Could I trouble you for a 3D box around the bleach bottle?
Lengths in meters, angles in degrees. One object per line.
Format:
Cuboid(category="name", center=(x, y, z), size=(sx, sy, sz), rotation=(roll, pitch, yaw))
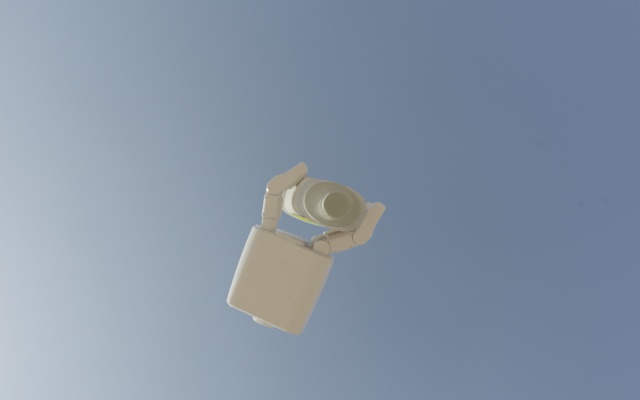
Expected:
Cuboid(category="bleach bottle", center=(0.000, 0.002, 0.628), size=(0.102, 0.068, 0.251), rotation=(20, -1, -4))
